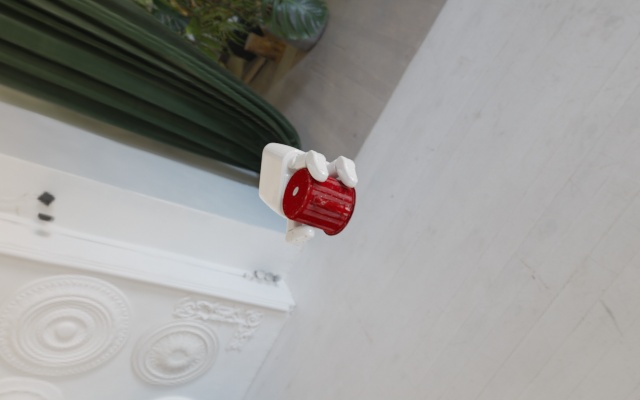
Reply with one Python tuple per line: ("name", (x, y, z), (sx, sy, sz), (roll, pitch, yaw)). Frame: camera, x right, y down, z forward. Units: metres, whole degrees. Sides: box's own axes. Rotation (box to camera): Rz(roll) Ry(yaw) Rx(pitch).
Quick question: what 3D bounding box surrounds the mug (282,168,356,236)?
("mug", (0.001, 0.003, 0.721), (0.081, 0.093, 0.117), (19, 4, -30))
